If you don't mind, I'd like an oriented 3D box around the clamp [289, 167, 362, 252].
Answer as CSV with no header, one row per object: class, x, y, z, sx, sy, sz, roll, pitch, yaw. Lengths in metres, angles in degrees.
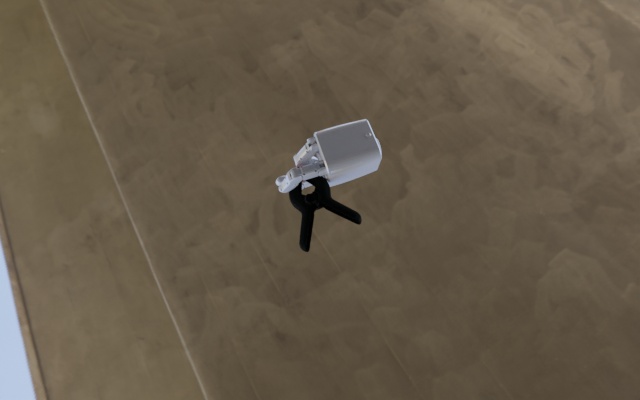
clamp,0.000,0.003,0.886,0.120,0.171,0.039,-17,-28,-2
